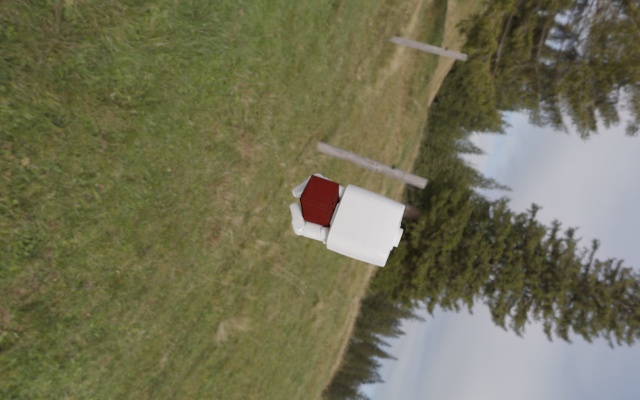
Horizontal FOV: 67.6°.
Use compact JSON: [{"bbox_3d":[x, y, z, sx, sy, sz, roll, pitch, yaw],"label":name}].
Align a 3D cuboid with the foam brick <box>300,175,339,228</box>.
[{"bbox_3d":[0.000,0.003,0.809,0.051,0.053,0.078,20,-25,12],"label":"foam brick"}]
